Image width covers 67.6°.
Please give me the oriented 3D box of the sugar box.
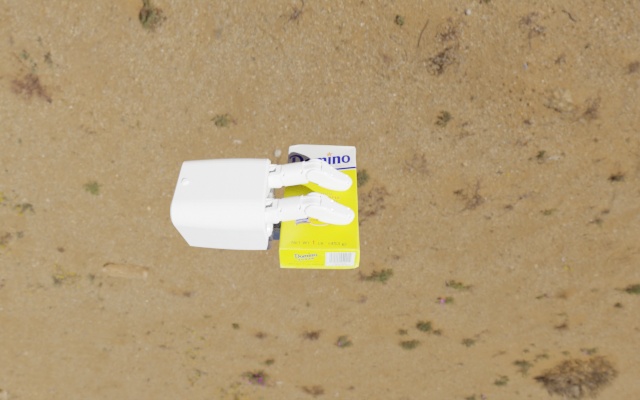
[{"bbox_3d":[0.000,0.002,0.601,0.093,0.176,0.048,1,-40,-1],"label":"sugar box"}]
